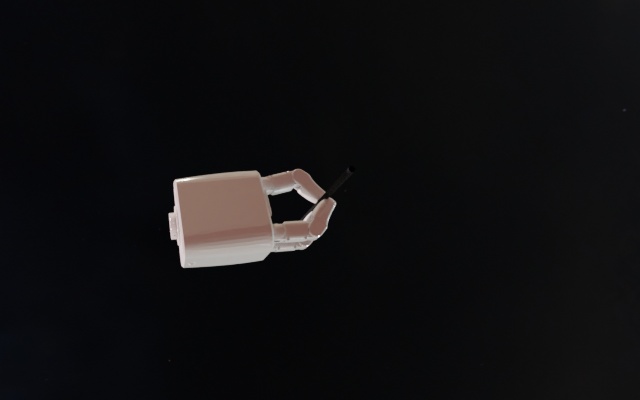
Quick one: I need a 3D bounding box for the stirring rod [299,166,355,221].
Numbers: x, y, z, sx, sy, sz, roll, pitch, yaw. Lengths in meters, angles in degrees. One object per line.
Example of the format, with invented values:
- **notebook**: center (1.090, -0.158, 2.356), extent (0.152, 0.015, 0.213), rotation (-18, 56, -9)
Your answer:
- **stirring rod**: center (0.000, 0.002, 0.632), extent (0.011, 0.011, 0.239), rotation (0, -18, -18)
